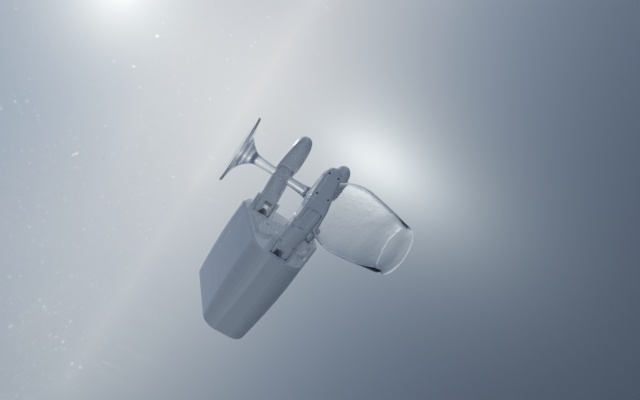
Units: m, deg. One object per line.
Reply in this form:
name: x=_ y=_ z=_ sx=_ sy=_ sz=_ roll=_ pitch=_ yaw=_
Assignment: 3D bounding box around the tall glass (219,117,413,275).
tall glass: x=0.000 y=0.001 z=0.496 sx=0.201 sy=0.079 sz=0.079 roll=33 pitch=-9 yaw=-13
